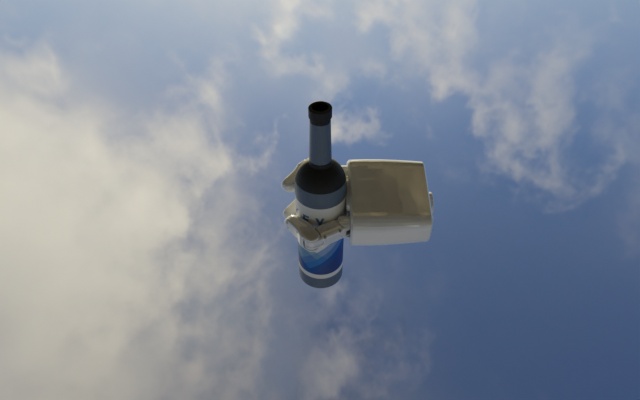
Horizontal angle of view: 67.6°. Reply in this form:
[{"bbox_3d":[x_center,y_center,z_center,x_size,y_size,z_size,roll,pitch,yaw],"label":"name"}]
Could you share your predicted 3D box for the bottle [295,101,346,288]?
[{"bbox_3d":[0.000,0.002,0.636,0.069,0.296,0.069,0,43,0],"label":"bottle"}]
